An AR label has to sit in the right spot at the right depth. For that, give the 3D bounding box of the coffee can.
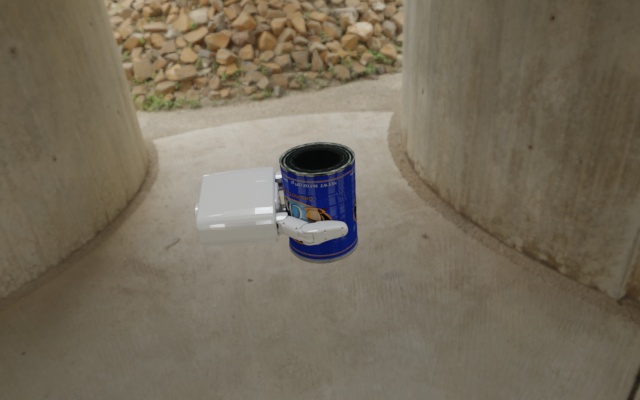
[{"bbox_3d":[0.000,0.002,0.671,0.103,0.140,0.102,-3,30,2],"label":"coffee can"}]
